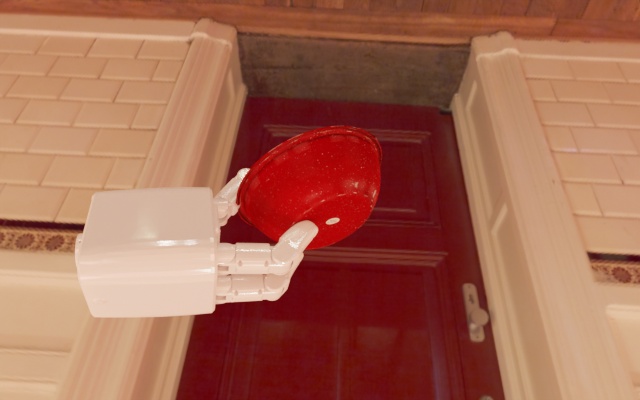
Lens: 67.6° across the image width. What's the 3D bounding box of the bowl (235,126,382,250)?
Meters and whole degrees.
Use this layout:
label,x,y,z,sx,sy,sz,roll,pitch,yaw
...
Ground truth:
label,x,y,z,sx,sy,sz,roll,pitch,yaw
bowl,0.001,0.001,0.482,0.162,0.055,0.162,-19,-31,-12
